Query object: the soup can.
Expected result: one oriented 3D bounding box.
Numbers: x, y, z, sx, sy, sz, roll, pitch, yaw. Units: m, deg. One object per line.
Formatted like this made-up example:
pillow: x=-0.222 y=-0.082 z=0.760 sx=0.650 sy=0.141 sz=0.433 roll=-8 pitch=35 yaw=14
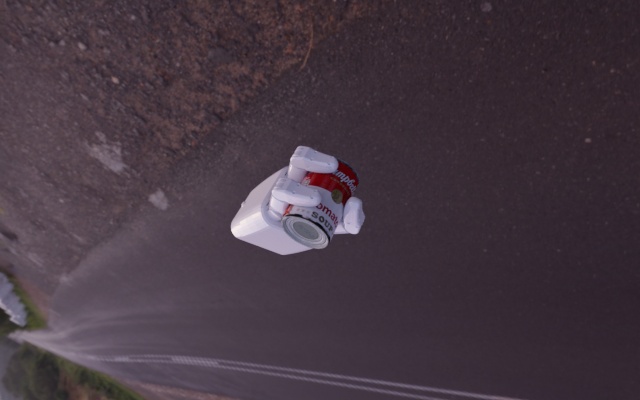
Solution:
soup can: x=0.000 y=0.002 z=0.612 sx=0.068 sy=0.102 sz=0.069 roll=20 pitch=-33 yaw=13
